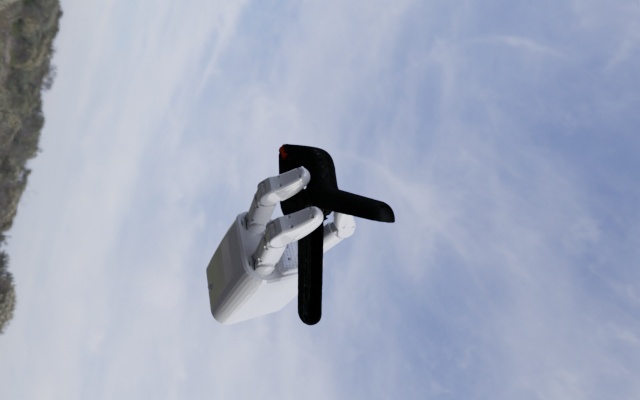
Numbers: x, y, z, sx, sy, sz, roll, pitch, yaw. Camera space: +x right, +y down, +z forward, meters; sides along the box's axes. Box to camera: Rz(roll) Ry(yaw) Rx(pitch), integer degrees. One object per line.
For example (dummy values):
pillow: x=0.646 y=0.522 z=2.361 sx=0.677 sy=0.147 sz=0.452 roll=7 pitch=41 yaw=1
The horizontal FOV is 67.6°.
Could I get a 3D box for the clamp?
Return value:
clamp: x=0.001 y=0.002 z=0.510 sx=0.036 sy=0.209 sz=0.165 roll=10 pitch=-45 yaw=-32
